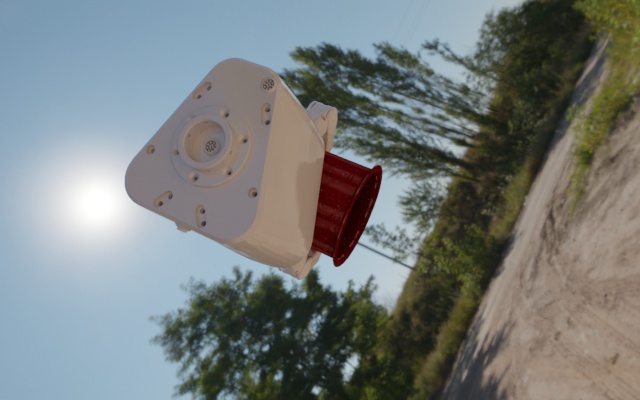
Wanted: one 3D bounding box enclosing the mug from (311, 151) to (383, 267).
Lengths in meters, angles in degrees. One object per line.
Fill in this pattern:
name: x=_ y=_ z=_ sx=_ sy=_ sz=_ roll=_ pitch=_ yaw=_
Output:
mug: x=0.000 y=0.002 z=0.425 sx=0.081 sy=0.093 sz=0.117 roll=23 pitch=-8 yaw=16
